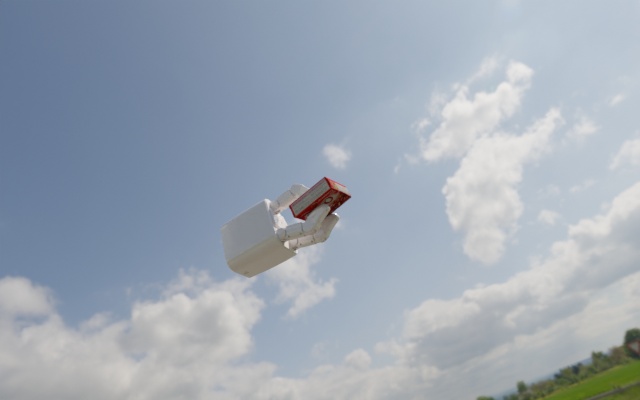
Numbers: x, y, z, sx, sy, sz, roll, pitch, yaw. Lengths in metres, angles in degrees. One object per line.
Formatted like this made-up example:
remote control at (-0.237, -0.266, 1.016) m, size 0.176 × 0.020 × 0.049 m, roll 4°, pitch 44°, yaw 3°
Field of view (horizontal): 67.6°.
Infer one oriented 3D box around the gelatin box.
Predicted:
gelatin box at (0.000, 0.002, 0.845) m, size 0.089 × 0.030 × 0.073 m, roll -39°, pitch -30°, yaw 18°
